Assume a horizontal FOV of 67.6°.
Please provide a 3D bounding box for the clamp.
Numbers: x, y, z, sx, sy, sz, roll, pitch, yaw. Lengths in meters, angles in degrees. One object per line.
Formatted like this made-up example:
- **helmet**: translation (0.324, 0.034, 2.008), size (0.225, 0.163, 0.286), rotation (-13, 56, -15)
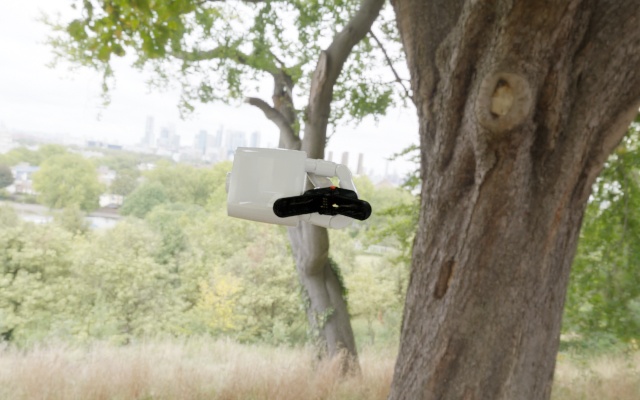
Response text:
- **clamp**: translation (0.000, 0.001, 0.646), size (0.120, 0.039, 0.171), rotation (6, 5, -2)
